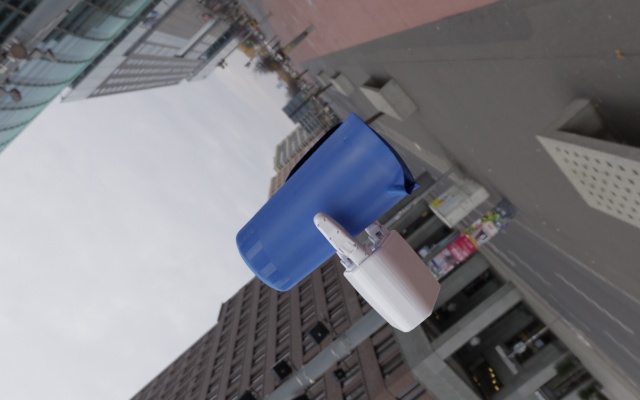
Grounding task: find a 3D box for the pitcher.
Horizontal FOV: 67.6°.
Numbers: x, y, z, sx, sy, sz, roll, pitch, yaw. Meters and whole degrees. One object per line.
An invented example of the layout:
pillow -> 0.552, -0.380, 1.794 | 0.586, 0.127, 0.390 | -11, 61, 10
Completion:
pitcher -> 0.000, 0.002, 0.657 | 0.243, 0.145, 0.149 | -42, -1, 7
